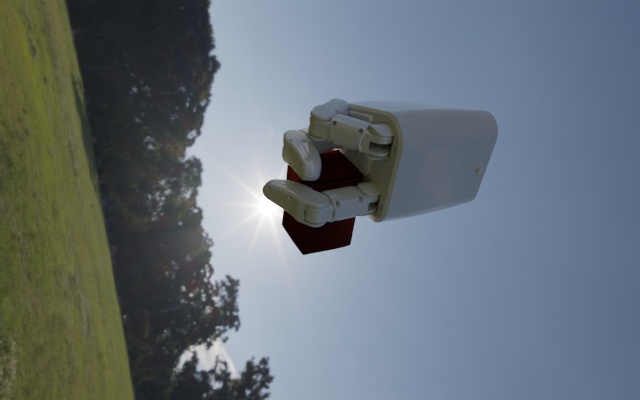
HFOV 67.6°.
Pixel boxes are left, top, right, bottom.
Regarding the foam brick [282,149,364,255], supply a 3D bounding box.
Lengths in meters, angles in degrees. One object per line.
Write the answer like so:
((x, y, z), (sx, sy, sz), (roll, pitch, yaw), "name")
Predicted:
((0.000, 0.002, 0.435), (0.051, 0.078, 0.053), (-9, 37, -25), "foam brick")
